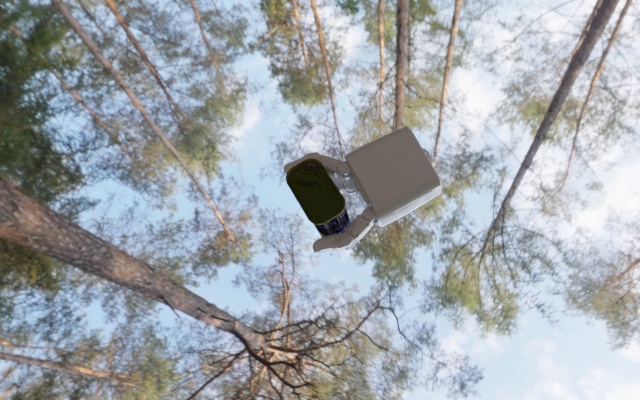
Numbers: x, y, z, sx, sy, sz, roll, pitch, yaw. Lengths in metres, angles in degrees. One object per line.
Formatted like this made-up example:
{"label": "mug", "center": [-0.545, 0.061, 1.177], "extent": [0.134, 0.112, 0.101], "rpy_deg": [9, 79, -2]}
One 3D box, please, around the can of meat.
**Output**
{"label": "can of meat", "center": [0.000, 0.003, 0.700], "extent": [0.057, 0.102, 0.084], "rpy_deg": [-31, -27, -2]}
